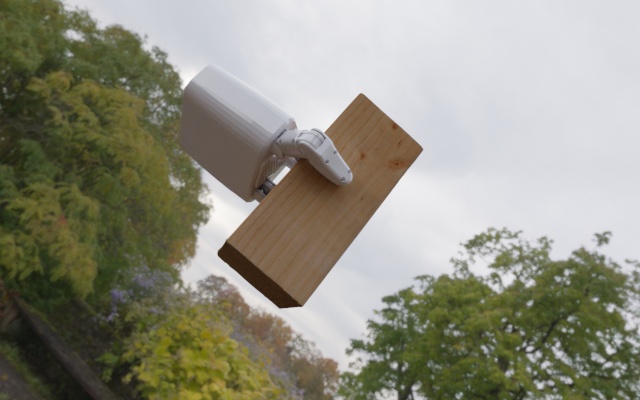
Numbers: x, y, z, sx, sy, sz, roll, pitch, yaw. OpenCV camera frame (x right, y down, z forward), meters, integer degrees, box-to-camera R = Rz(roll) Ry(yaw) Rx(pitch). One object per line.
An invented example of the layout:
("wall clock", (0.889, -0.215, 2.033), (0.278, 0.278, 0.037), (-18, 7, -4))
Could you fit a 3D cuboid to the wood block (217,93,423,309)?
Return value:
("wood block", (0.000, 0.001, 0.489), (0.090, 0.206, 0.091), (41, -22, -4))
